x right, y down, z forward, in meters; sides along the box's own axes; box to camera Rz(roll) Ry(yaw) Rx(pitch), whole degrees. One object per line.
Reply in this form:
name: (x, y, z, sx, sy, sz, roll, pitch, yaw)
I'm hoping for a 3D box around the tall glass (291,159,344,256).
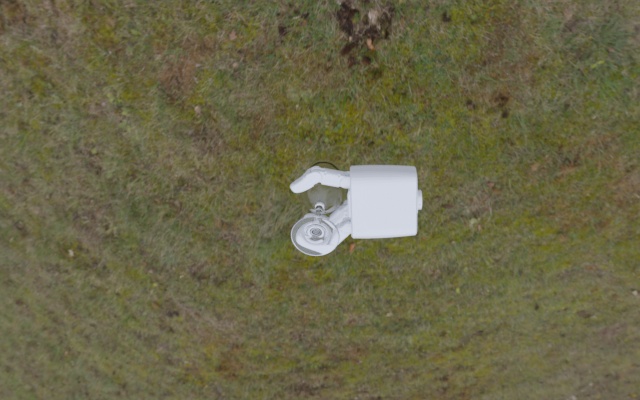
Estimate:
tall glass: (0.000, 0.003, 0.806, 0.079, 0.079, 0.201, 0, 32, 5)
